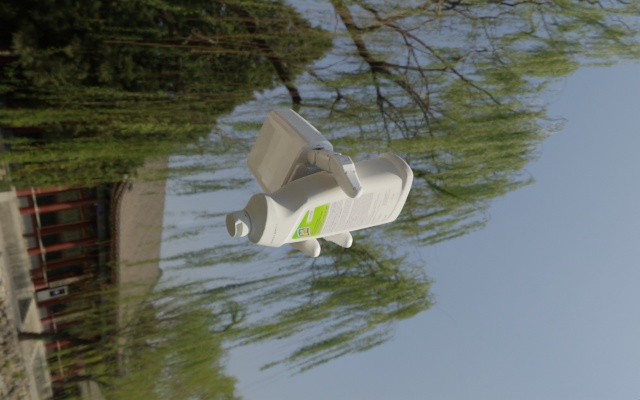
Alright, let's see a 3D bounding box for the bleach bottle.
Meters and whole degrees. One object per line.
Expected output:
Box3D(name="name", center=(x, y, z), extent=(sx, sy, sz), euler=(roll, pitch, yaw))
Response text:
Box3D(name="bleach bottle", center=(0.000, 0.002, 0.621), extent=(0.251, 0.103, 0.068), euler=(-11, 42, -33))
